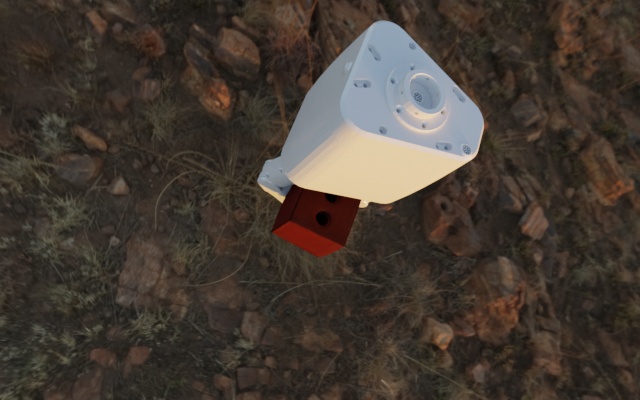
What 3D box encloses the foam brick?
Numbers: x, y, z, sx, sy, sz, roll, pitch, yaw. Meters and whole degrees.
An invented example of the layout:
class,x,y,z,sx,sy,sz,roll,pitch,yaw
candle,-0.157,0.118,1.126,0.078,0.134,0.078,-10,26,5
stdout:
class,x,y,z,sx,sy,sz,roll,pitch,yaw
foam brick,0.000,0.002,0.417,0.053,0.078,0.051,28,-23,-16
